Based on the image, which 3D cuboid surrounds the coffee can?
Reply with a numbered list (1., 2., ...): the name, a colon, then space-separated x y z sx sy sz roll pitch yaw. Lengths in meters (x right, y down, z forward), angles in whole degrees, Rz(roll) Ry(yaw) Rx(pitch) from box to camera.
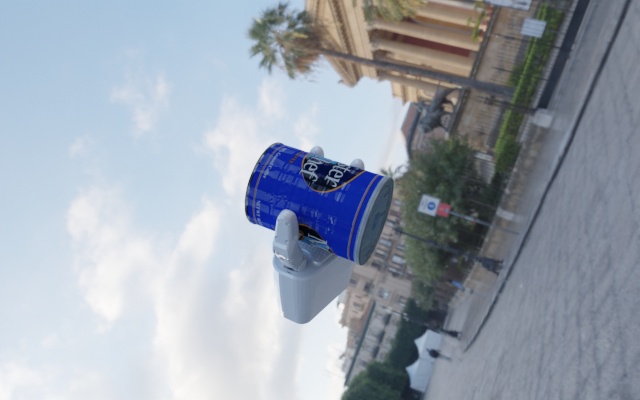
1. coffee can: 0.000 0.002 0.545 0.140 0.103 0.103 19 6 17
